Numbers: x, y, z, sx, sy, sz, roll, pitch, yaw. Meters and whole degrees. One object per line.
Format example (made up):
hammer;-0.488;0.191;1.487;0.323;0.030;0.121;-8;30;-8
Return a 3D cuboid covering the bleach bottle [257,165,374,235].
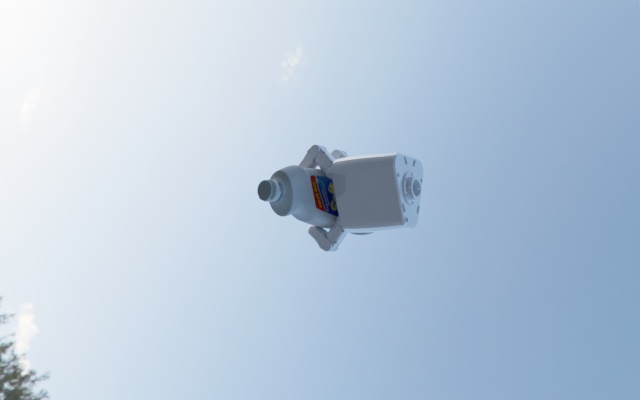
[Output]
bleach bottle;0.000;0.002;0.752;0.068;0.102;0.251;-4;-6;38
